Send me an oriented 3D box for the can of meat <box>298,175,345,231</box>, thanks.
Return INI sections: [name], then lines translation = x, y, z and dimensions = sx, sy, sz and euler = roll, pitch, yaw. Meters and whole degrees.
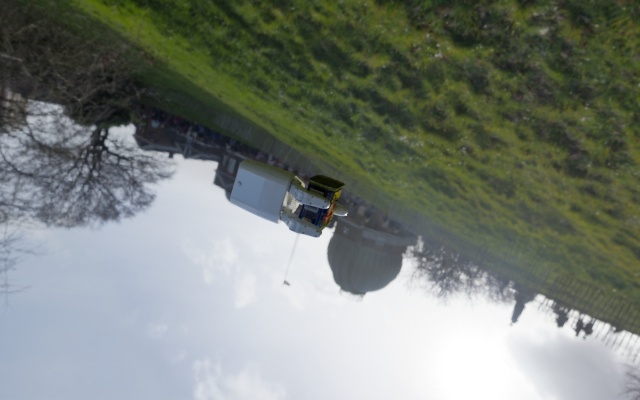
[can of meat]
translation = 0.000, 0.003, 0.892
dimensions = 0.057, 0.084, 0.102
euler = 20, 12, 10
